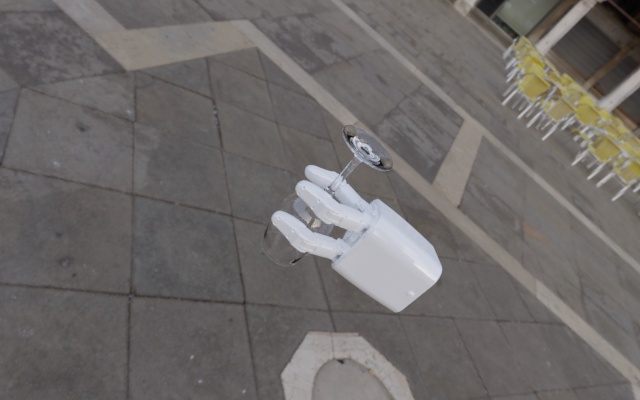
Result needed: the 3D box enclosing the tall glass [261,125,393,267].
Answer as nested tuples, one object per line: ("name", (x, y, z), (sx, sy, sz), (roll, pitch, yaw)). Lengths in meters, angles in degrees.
("tall glass", (0.000, 0.001, 0.609), (0.079, 0.079, 0.201), (0, -40, -48))
